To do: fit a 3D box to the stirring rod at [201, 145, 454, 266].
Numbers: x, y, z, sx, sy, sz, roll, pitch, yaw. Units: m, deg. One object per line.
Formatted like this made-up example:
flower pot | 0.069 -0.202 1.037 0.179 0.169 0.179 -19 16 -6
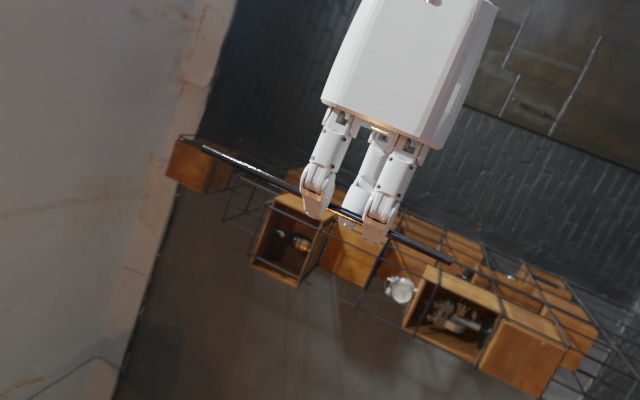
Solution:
stirring rod | 0.000 0.001 0.414 0.239 0.011 0.011 24 5 11
